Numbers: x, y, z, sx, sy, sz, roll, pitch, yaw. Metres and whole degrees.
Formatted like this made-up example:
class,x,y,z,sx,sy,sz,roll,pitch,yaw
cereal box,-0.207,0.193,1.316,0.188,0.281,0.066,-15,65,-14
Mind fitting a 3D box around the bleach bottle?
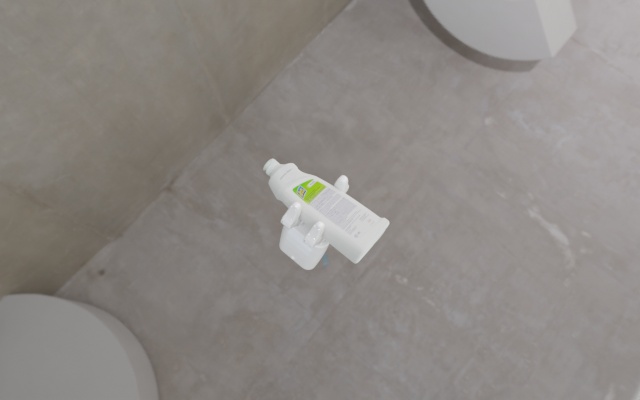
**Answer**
class,x,y,z,sx,sy,sz,roll,pitch,yaw
bleach bottle,0.000,0.003,0.898,0.102,0.251,0.068,-43,-14,-35
